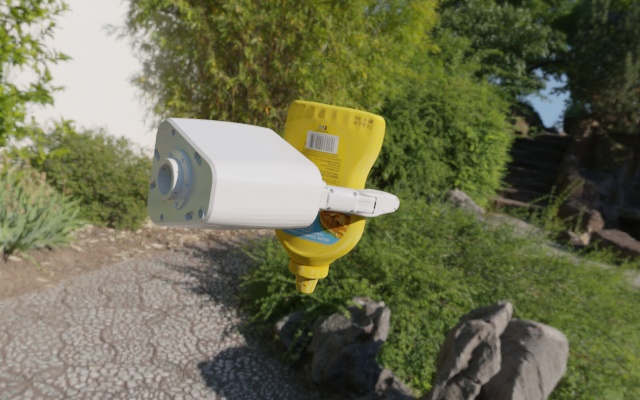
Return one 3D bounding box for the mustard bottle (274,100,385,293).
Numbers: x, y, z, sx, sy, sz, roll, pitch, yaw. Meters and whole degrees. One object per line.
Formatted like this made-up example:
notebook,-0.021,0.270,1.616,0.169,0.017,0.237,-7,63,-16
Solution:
mustard bottle,0.000,0.001,0.483,0.096,0.191,0.058,14,10,20
